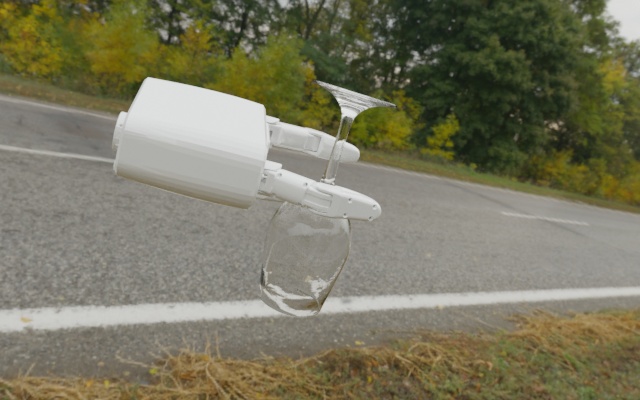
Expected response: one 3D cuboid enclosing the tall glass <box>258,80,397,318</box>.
[{"bbox_3d":[0.000,0.001,0.426,0.079,0.201,0.079,16,13,-4],"label":"tall glass"}]
